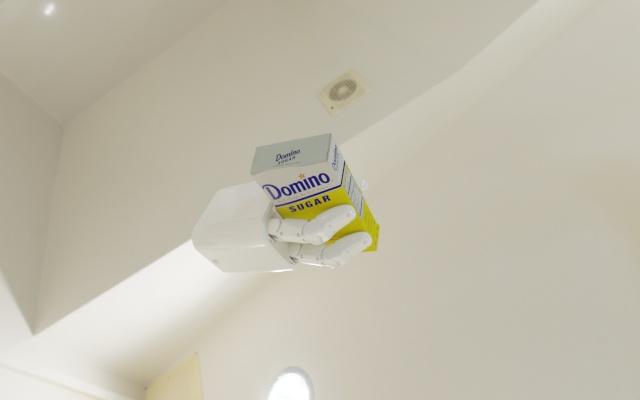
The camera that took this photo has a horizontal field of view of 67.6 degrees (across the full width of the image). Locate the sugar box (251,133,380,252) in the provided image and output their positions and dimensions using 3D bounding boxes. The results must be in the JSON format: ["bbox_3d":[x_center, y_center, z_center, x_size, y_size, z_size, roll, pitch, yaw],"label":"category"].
[{"bbox_3d":[0.000,0.002,0.560,0.093,0.048,0.176,-8,-37,23],"label":"sugar box"}]
